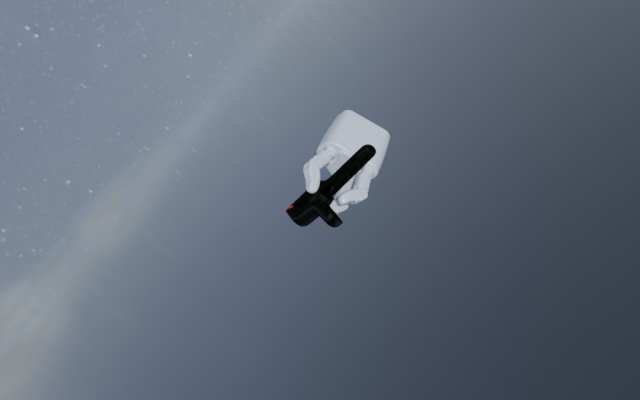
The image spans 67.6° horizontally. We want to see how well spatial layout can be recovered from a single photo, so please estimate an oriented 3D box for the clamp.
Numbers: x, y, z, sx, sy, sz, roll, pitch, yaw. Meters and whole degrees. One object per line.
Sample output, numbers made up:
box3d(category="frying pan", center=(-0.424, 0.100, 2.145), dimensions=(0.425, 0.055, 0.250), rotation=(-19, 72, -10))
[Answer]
box3d(category="clamp", center=(-0.001, 0.002, 0.808), dimensions=(0.036, 0.164, 0.210), rotation=(40, -40, -17))
